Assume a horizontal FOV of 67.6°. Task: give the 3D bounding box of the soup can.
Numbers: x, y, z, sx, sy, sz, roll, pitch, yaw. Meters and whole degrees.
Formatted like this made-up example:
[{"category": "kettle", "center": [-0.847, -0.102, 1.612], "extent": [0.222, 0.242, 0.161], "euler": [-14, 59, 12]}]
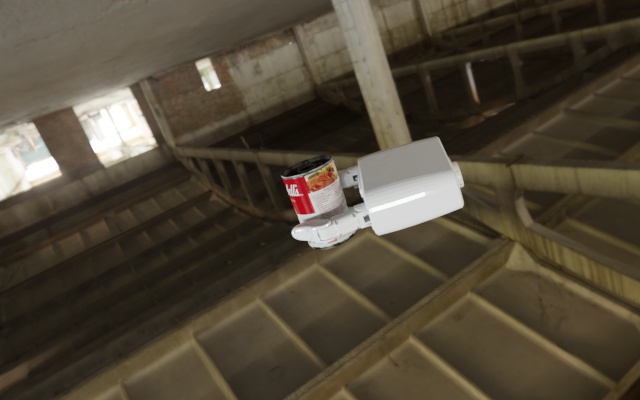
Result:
[{"category": "soup can", "center": [0.000, 0.002, 0.603], "extent": [0.068, 0.102, 0.068], "euler": [-19, 17, 6]}]
